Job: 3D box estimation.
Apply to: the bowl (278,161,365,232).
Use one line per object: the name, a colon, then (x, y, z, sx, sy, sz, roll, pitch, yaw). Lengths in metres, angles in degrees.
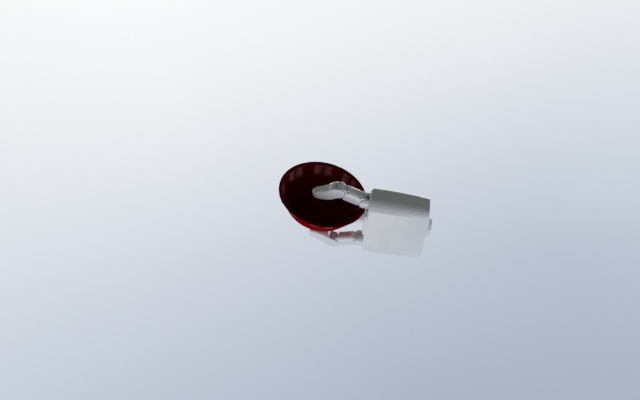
bowl: (-0.001, 0.003, 0.873, 0.162, 0.162, 0.055, 0, -41, -15)
